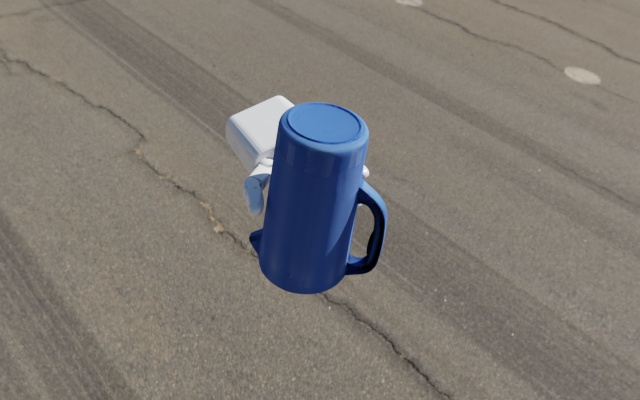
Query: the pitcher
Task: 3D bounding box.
[{"bbox_3d":[0.000,0.002,0.631,0.149,0.243,0.145,-16,46,-27],"label":"pitcher"}]
